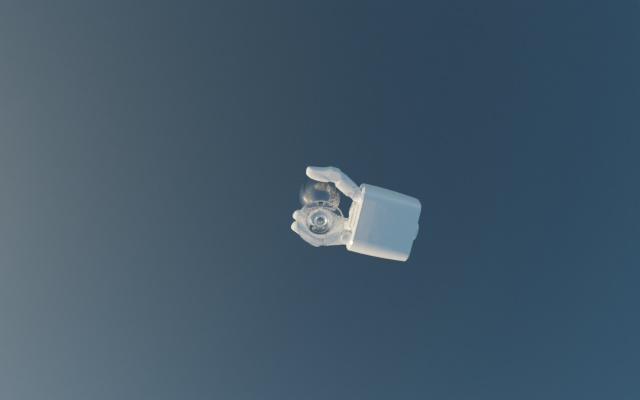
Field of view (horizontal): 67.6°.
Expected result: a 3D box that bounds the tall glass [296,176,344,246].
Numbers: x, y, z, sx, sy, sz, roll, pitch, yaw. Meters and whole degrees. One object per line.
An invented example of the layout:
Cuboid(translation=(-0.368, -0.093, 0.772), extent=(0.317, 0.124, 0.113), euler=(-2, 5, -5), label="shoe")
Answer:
Cuboid(translation=(0.000, 0.003, 0.822), extent=(0.079, 0.079, 0.201), euler=(0, 19, 0), label="tall glass")
